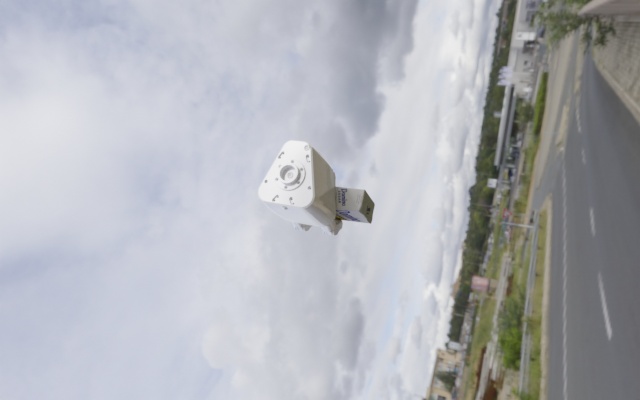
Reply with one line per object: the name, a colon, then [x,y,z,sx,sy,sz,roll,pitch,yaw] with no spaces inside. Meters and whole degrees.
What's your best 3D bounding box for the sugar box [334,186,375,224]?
sugar box: [0.000,0.003,0.842,0.176,0.048,0.093,9,-12,20]
